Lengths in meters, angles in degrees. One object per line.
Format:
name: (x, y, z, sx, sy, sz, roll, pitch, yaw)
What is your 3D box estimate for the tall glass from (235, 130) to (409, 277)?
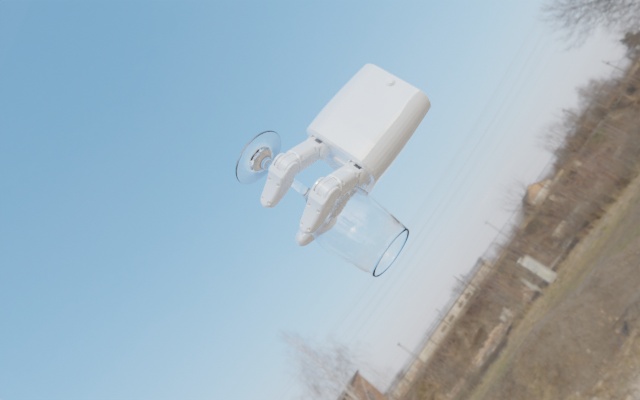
tall glass: (-0.001, 0.002, 0.536, 0.201, 0.079, 0.079, 36, 16, 23)
